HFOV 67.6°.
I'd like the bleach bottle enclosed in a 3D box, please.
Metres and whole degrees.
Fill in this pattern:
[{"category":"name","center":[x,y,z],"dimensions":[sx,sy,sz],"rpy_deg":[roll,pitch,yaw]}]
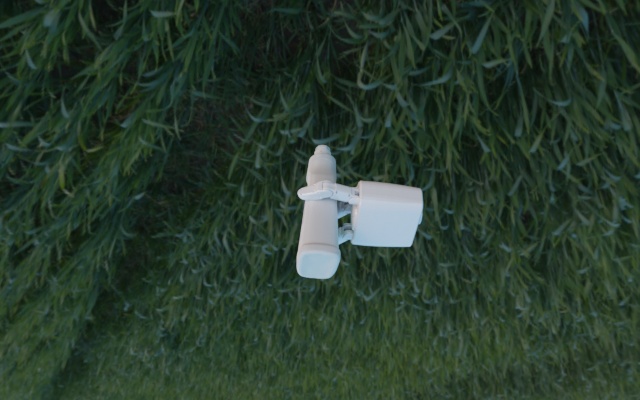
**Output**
[{"category":"bleach bottle","center":[0.000,0.003,0.833],"dimensions":[0.068,0.250,0.103],"rpy_deg":[6,-34,-4]}]
